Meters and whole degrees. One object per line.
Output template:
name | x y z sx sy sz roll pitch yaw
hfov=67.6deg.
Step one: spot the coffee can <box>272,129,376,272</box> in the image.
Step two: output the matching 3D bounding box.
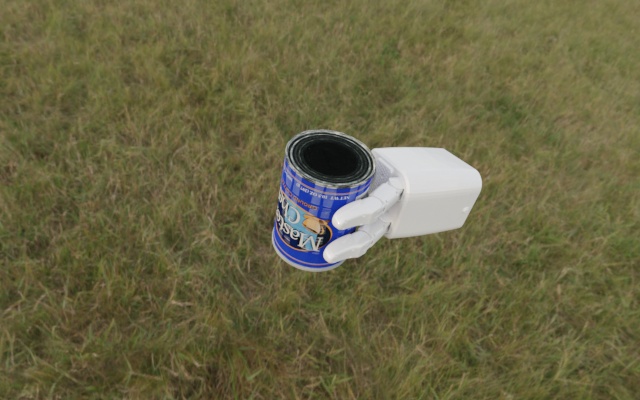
coffee can | 0.000 0.002 0.572 0.103 0.140 0.102 7 42 -7
